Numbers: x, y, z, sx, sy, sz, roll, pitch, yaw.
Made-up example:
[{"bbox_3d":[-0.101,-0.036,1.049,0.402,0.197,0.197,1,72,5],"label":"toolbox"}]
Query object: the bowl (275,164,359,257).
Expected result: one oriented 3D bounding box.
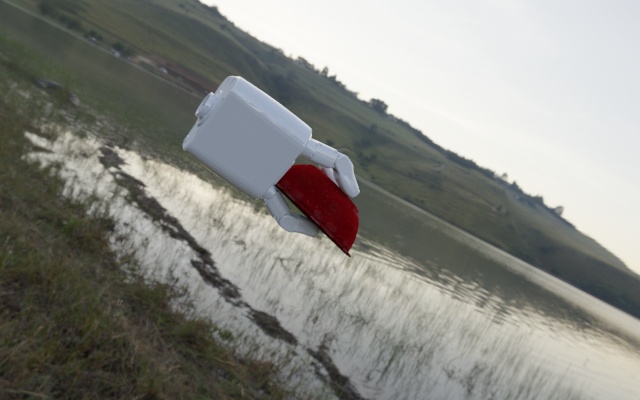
[{"bbox_3d":[0.001,0.003,0.647,0.162,0.055,0.162,44,-4,4],"label":"bowl"}]
